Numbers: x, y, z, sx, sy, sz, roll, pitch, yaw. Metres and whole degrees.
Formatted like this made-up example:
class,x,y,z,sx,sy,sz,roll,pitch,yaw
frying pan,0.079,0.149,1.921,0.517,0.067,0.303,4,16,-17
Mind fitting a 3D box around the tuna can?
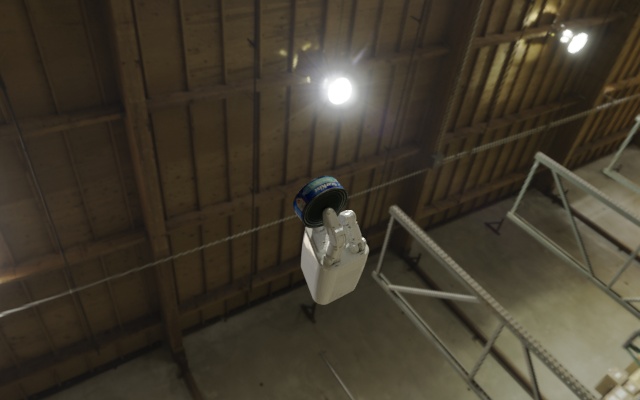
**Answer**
class,x,y,z,sx,sy,sz,roll,pitch,yaw
tuna can,0.000,0.002,0.759,0.086,0.086,0.033,0,41,-44
